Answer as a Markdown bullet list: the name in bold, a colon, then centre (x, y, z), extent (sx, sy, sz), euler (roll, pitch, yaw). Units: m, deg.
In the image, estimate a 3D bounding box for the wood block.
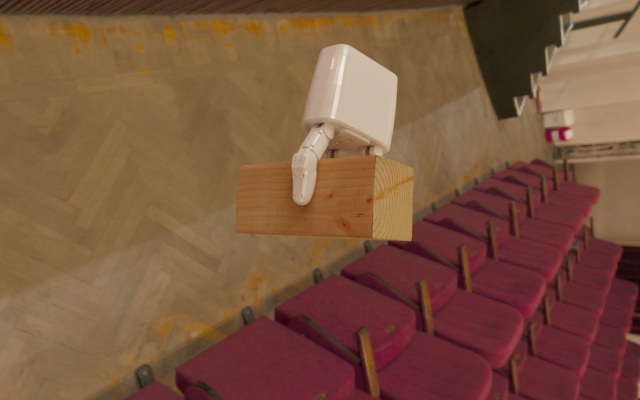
- **wood block**: centre (0.000, 0.001, 0.590), extent (0.206, 0.090, 0.091), euler (-1, -7, 37)
